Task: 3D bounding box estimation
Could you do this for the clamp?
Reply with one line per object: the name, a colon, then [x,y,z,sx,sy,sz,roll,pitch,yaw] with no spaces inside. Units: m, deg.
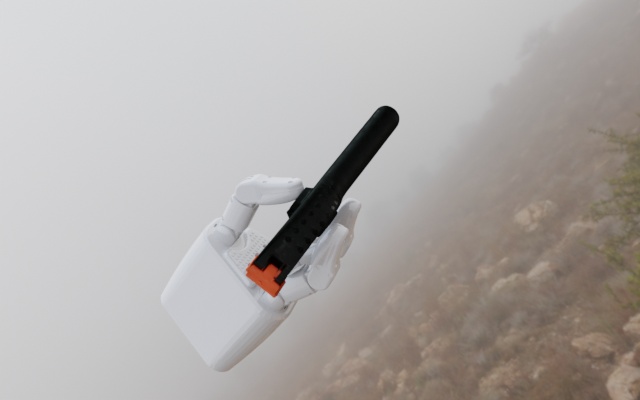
clamp: [-0.001,0.001,0.410,0.036,0.165,0.210,38,29,-1]
